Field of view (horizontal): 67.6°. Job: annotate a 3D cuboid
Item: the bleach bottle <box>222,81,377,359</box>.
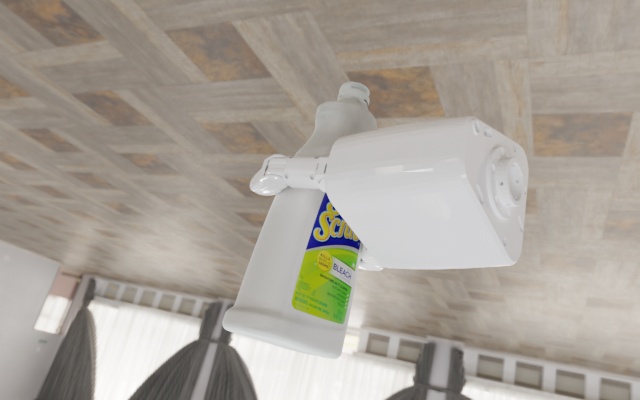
[{"bbox_3d":[0.000,0.001,0.422,0.068,0.250,0.103,-5,-28,42],"label":"bleach bottle"}]
